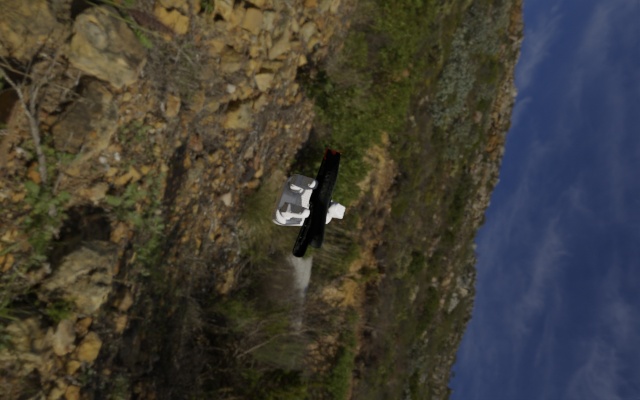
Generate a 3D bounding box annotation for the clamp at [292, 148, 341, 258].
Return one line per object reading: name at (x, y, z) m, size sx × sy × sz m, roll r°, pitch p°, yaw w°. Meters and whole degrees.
clamp at (0.001, 0.003, 0.863) m, size 0.036 × 0.210 × 0.164 m, roll 19°, pitch -9°, yaw -11°
